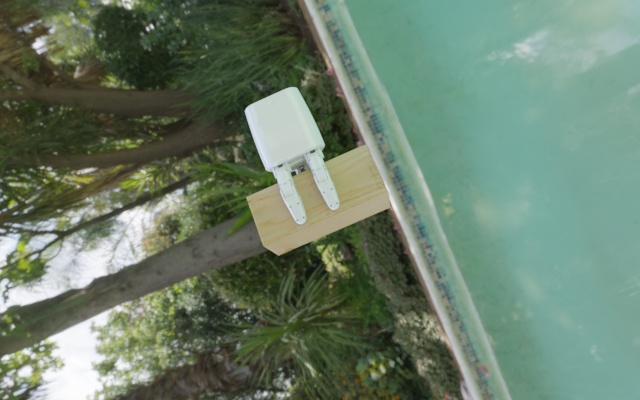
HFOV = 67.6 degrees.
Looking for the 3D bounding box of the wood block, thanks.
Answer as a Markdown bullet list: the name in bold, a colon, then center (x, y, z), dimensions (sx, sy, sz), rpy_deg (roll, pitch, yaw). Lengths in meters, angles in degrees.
- **wood block**: center (0.000, 0.002, 0.773), dimensions (0.206, 0.090, 0.091), rpy_deg (-24, -18, 4)
